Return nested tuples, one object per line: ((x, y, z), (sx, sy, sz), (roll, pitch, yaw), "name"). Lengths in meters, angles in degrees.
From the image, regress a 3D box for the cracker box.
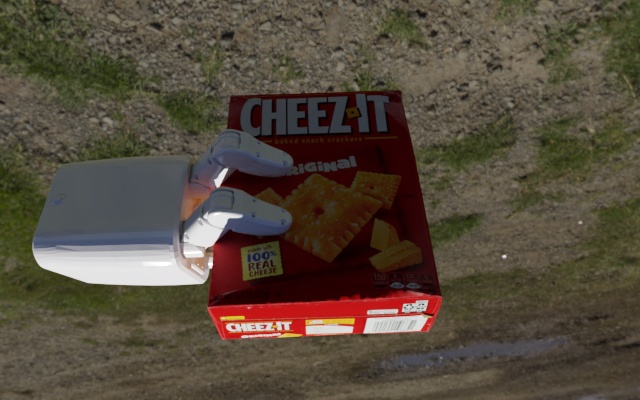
((0.000, 0.002, 0.405), (0.164, 0.213, 0.072), (-2, -35, -1), "cracker box")
